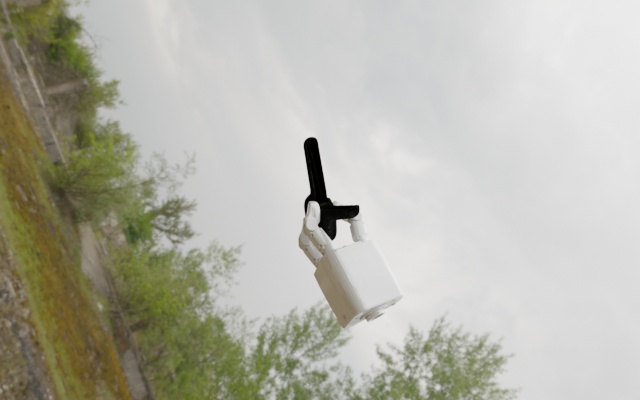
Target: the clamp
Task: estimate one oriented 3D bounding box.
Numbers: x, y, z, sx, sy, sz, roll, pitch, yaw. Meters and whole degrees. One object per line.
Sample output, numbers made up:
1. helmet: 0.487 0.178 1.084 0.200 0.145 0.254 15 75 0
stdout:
1. clamp: 0.001 0.003 0.828 0.036 0.164 0.210 -17 -25 -21
